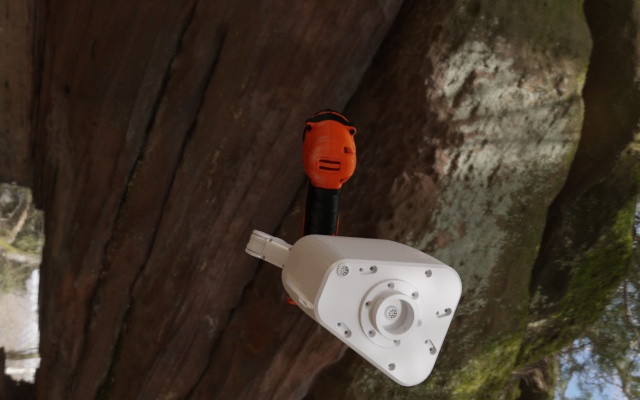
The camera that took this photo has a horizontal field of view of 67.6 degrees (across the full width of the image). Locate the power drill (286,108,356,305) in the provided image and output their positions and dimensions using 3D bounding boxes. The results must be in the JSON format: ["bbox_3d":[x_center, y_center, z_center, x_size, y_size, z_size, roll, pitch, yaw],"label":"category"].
[{"bbox_3d":[0.000,0.002,0.506,0.057,0.188,0.184,5,20,0],"label":"power drill"}]
